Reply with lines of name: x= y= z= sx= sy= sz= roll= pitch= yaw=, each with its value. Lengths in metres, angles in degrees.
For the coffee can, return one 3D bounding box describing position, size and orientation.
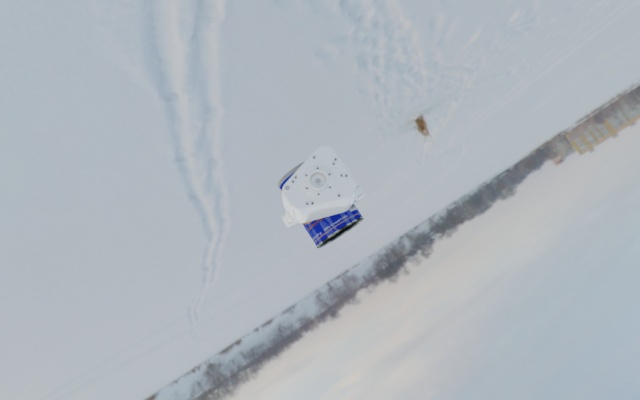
coffee can: x=0.000 y=0.003 z=0.888 sx=0.103 sy=0.140 sz=0.103 roll=-32 pitch=-9 yaw=-6
